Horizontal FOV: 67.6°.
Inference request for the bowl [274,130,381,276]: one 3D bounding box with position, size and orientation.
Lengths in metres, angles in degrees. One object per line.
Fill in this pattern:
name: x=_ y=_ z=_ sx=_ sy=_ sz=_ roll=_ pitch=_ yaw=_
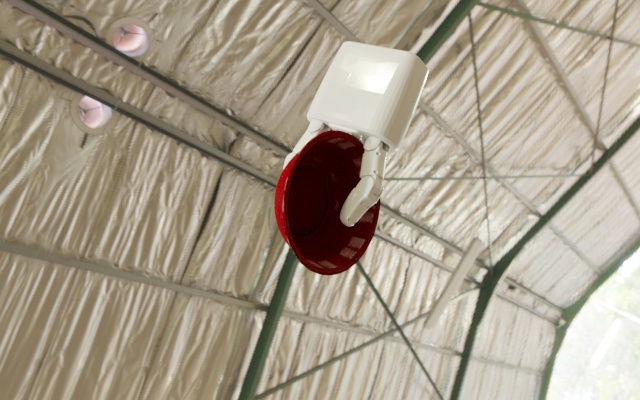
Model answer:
bowl: x=-0.001 y=0.003 z=0.546 sx=0.055 sy=0.162 sz=0.162 roll=5 pitch=3 yaw=43
